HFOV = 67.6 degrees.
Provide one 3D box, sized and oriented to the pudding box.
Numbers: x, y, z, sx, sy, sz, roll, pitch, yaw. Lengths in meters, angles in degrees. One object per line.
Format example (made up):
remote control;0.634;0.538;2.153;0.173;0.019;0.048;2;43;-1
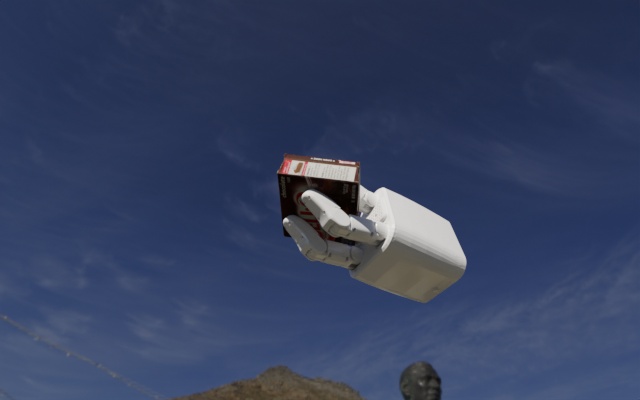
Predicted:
pudding box;0.000;0.002;0.557;0.090;0.114;0.039;6;45;7
